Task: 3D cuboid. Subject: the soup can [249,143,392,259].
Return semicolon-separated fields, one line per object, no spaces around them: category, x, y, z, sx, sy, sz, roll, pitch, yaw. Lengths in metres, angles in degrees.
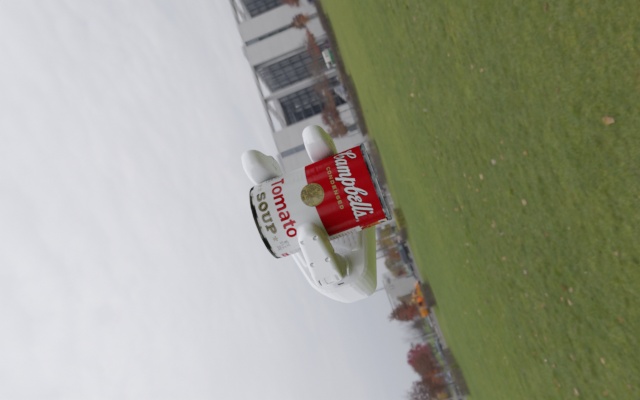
soup can;0.000;0.001;0.400;0.102;0.068;0.068;-20;-3;7
